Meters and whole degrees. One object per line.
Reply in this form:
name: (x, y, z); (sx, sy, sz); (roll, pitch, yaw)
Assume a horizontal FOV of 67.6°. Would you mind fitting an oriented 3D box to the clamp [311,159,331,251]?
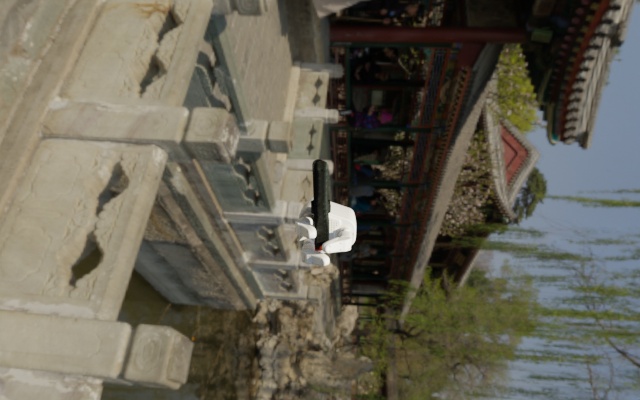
clamp: (0.001, 0.003, 0.871); (0.039, 0.171, 0.120); (2, 15, 3)
